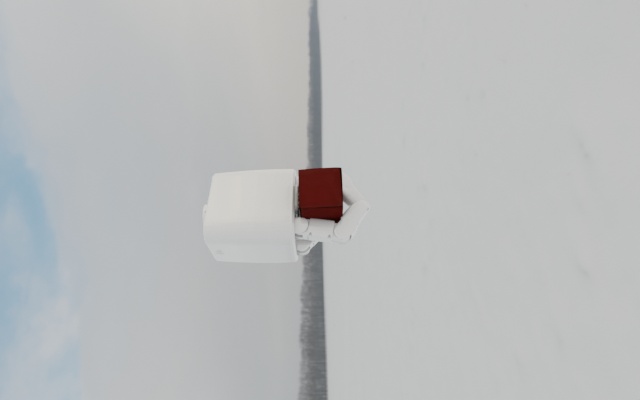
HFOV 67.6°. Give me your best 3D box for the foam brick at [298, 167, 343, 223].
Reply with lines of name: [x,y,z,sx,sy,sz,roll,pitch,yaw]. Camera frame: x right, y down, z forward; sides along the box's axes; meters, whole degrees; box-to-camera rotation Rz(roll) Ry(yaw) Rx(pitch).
foam brick: [0.000,0.002,0.577,0.051,0.053,0.078,-1,-27,0]
